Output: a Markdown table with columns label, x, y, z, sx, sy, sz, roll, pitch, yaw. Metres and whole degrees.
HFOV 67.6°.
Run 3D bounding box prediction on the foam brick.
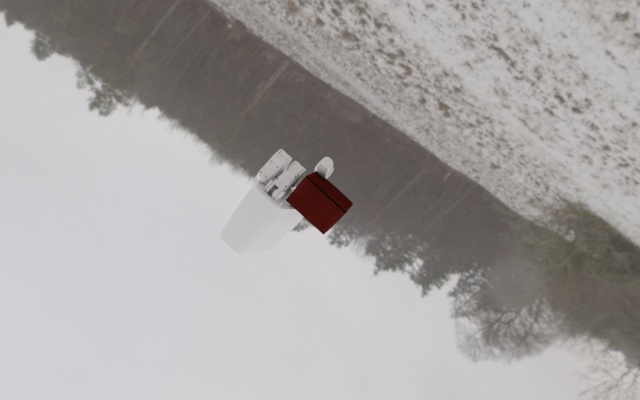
| label | x | y | z | sx | sy | sz | roll | pitch | yaw |
| --- | --- | --- | --- | --- | --- | --- | --- | --- | --- |
| foam brick | 0.000 | 0.002 | 0.704 | 0.078 | 0.051 | 0.053 | 43 | 20 | 4 |
